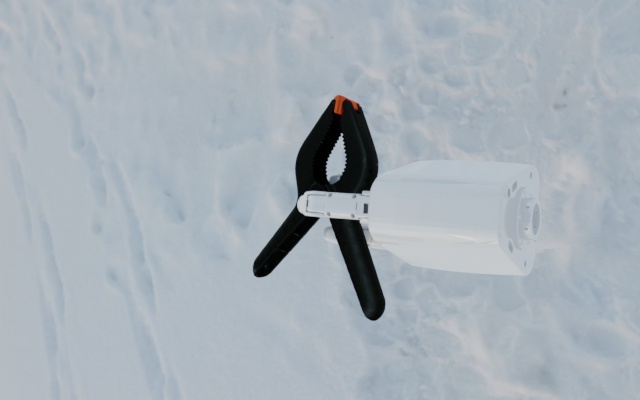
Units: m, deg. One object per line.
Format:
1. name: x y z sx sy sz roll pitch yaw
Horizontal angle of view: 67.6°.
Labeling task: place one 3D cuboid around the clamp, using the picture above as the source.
1. clamp: 0.000 0.001 0.482 0.164 0.210 0.036 3 -4 37
